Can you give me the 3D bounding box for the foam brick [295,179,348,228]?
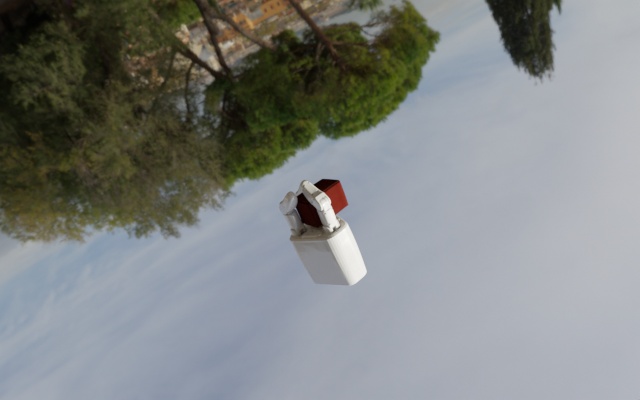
[{"bbox_3d":[0.000,0.003,0.847,0.078,0.051,0.053,-36,25,-26],"label":"foam brick"}]
